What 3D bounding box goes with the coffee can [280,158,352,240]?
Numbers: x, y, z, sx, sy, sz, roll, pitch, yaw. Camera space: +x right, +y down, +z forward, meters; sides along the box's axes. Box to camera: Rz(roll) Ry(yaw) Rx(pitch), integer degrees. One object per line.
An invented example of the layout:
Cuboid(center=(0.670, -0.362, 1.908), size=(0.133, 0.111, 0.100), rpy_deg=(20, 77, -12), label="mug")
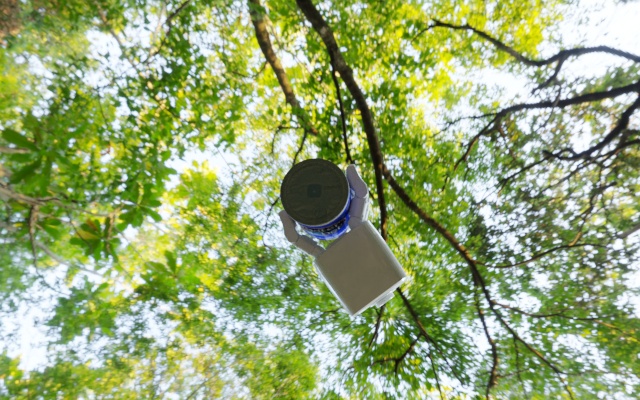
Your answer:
Cuboid(center=(0.000, 0.002, 0.763), size=(0.103, 0.102, 0.140), rpy_deg=(0, -13, 8), label="coffee can")
